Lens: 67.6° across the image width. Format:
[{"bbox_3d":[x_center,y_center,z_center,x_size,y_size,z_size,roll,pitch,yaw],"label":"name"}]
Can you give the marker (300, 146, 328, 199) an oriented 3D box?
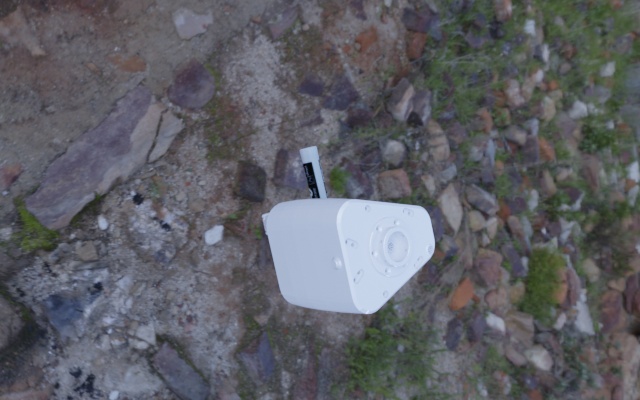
[{"bbox_3d":[0.000,0.002,0.521,0.020,0.121,0.020,-13,5,1],"label":"marker"}]
